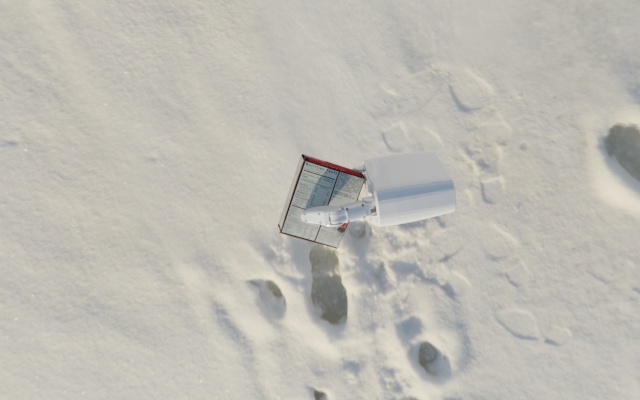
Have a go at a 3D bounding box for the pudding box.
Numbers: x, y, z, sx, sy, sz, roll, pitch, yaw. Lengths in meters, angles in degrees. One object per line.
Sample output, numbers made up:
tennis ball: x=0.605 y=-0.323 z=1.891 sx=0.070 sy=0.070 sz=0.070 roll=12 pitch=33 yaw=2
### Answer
pudding box: x=0.000 y=0.002 z=0.660 sx=0.090 sy=0.113 sz=0.039 roll=17 pitch=13 yaw=-11
